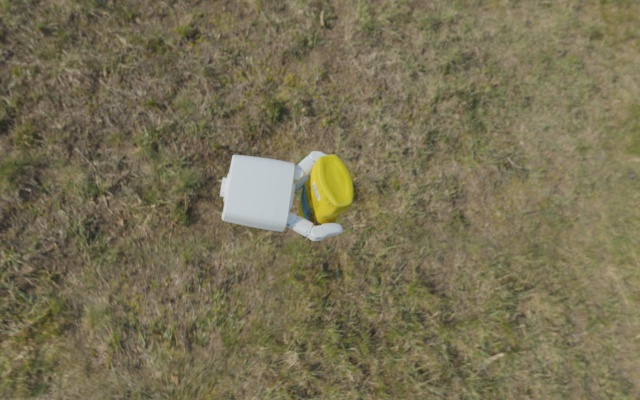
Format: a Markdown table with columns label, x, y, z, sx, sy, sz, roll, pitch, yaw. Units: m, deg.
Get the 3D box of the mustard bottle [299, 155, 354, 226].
| label | x | y | z | sx | sy | sz | roll | pitch | yaw |
| --- | --- | --- | --- | --- | --- | --- | --- | --- | --- |
| mustard bottle | 0.001 | 0.003 | 0.854 | 0.058 | 0.096 | 0.192 | -13 | -19 | -21 |
